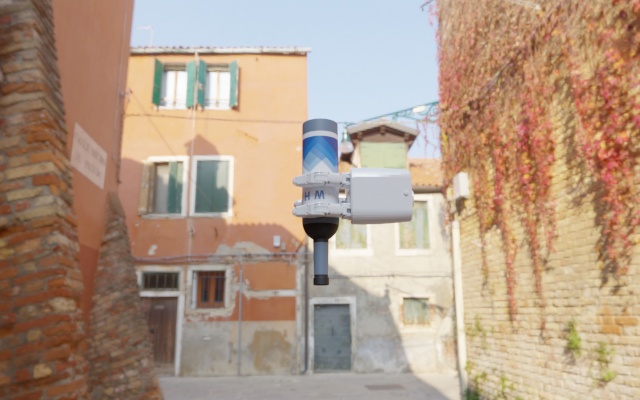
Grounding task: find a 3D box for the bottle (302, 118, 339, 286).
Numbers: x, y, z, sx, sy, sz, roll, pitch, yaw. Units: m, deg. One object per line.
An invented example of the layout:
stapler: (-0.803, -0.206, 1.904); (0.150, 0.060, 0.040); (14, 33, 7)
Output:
bottle: (0.000, 0.003, 0.856); (0.069, 0.295, 0.069); (0, -13, 0)
